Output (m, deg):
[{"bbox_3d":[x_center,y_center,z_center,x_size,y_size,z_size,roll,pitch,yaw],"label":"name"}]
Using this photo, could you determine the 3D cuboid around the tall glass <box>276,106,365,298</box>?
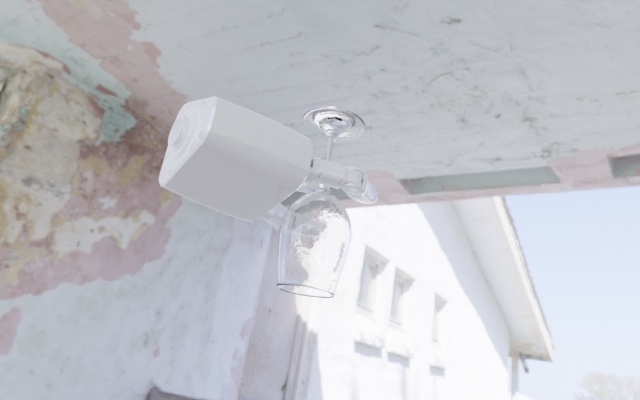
[{"bbox_3d":[0.000,0.001,0.526,0.079,0.201,0.079,8,-20,3],"label":"tall glass"}]
